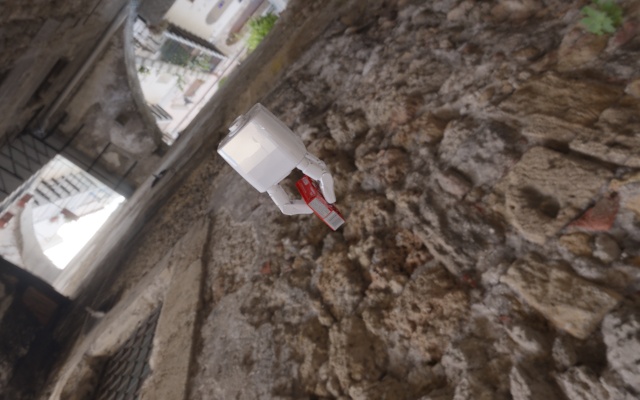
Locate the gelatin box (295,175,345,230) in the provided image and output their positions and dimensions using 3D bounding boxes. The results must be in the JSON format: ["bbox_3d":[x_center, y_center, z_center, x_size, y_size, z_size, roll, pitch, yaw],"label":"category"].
[{"bbox_3d":[0.000,0.003,0.863,0.089,0.030,0.073,44,9,-35],"label":"gelatin box"}]
